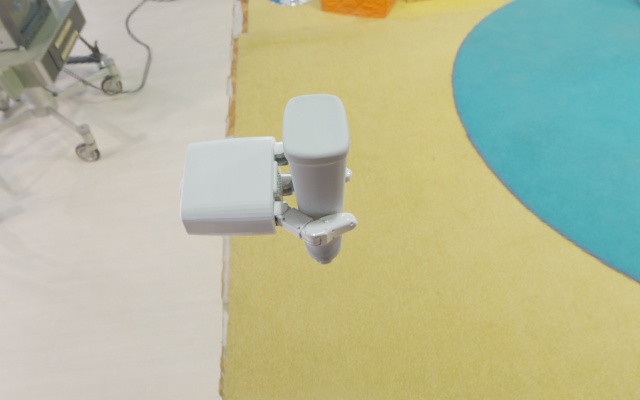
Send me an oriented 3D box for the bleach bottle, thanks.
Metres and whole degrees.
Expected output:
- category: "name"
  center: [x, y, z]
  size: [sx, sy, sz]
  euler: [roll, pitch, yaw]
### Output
- category: "bleach bottle"
  center: [0.000, 0.002, 0.576]
  size: [0.068, 0.102, 0.251]
  euler: [-3, -42, 1]
